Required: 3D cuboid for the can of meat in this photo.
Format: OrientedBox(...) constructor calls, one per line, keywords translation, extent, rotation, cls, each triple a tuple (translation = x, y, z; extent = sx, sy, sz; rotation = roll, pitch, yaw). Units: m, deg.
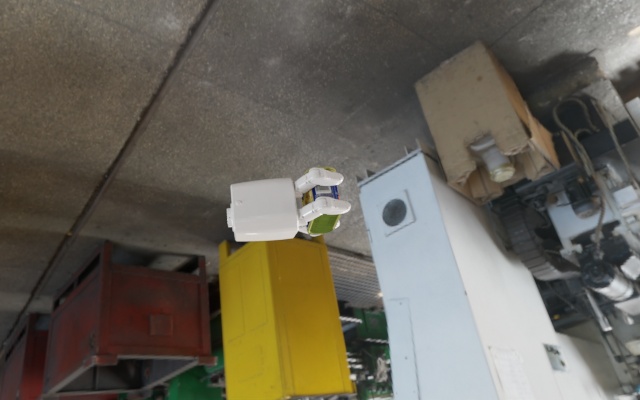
OrientedBox(translation=(0.000, 0.003, 0.852), extent=(0.057, 0.084, 0.102), rotation=(-2, -30, -13), cls="can of meat")
